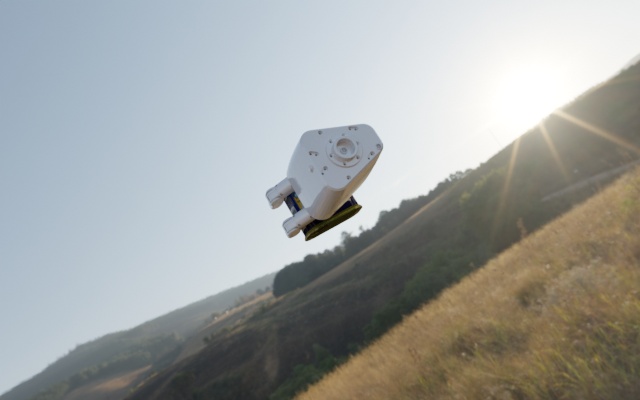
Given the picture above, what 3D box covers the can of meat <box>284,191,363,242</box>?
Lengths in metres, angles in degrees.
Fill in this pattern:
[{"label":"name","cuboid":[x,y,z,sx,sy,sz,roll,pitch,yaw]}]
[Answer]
[{"label":"can of meat","cuboid":[0.000,0.002,0.751,0.102,0.084,0.057,-28,-13,-17]}]
